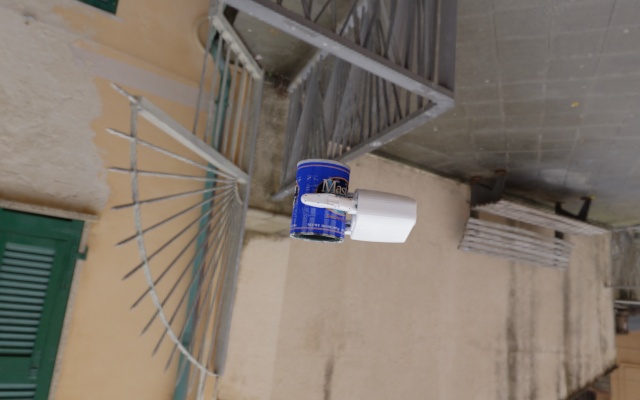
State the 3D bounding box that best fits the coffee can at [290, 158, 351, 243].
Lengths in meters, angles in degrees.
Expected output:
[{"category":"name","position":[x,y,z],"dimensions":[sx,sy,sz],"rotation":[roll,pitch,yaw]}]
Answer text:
[{"category":"coffee can","position":[0.000,0.003,0.897],"dimensions":[0.103,0.140,0.103],"rotation":[6,-12,1]}]
